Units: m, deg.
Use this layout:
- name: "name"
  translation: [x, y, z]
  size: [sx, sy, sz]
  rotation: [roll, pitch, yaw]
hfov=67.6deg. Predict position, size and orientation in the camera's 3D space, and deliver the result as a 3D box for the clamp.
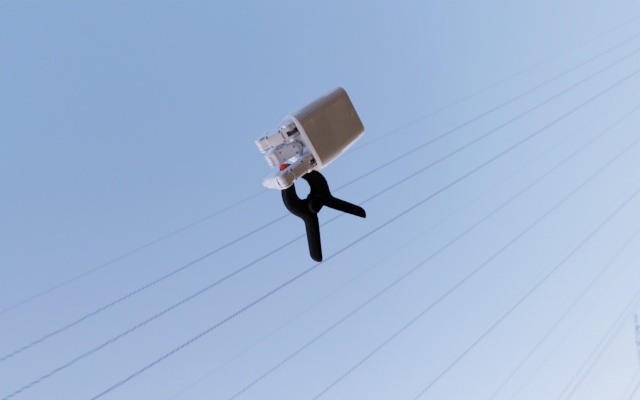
- name: "clamp"
  translation: [0.000, 0.002, 0.774]
  size: [0.120, 0.171, 0.039]
  rotation: [-38, 24, -21]
